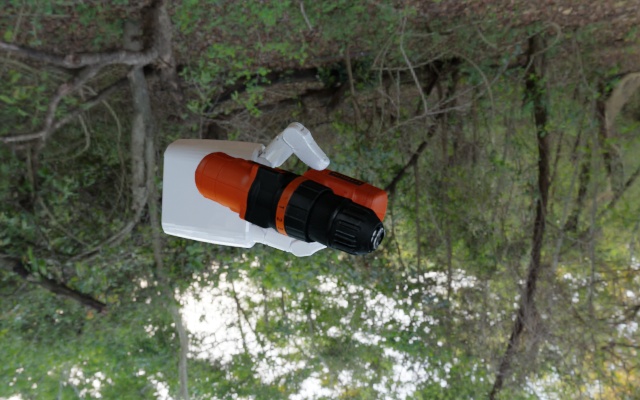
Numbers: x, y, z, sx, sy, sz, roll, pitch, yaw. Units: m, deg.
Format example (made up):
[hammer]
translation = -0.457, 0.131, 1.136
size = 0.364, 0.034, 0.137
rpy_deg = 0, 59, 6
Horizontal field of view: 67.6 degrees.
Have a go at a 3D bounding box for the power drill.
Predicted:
[power drill]
translation = 0.000, 0.002, 0.468
size = 0.184, 0.057, 0.187
rpy_deg = 22, 7, 25
